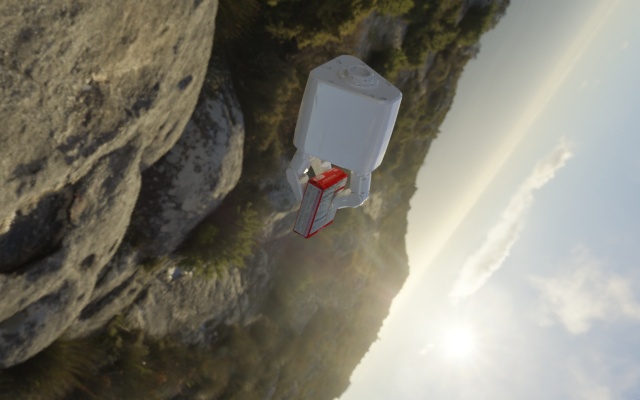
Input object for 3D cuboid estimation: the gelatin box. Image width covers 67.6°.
[{"bbox_3d":[0.000,0.003,0.690,0.030,0.089,0.073,29,31,20],"label":"gelatin box"}]
